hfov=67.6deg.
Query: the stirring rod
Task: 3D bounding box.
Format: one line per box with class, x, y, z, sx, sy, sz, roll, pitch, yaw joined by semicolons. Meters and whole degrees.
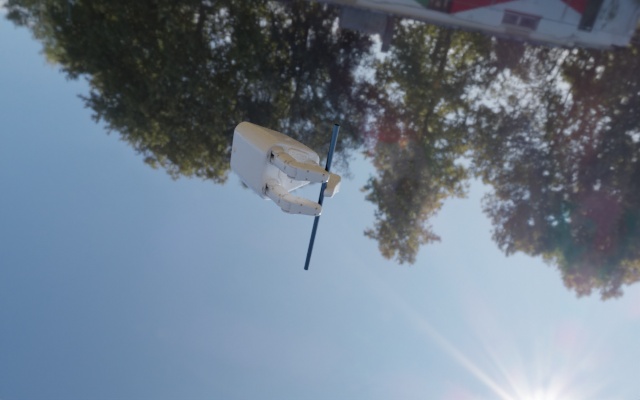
stirring rod;0.000;0.002;0.711;0.011;0.240;0.011;10;25;-5
